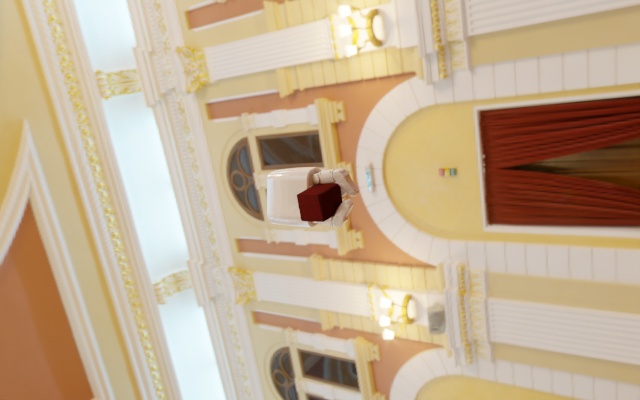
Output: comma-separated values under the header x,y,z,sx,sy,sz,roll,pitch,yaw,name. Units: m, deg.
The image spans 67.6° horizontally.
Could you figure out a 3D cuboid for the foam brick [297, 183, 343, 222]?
x,y,z,sx,sy,sz,roll,pitch,yaw,name
0.000,0.003,0.889,0.051,0.053,0.078,1,18,32,foam brick
